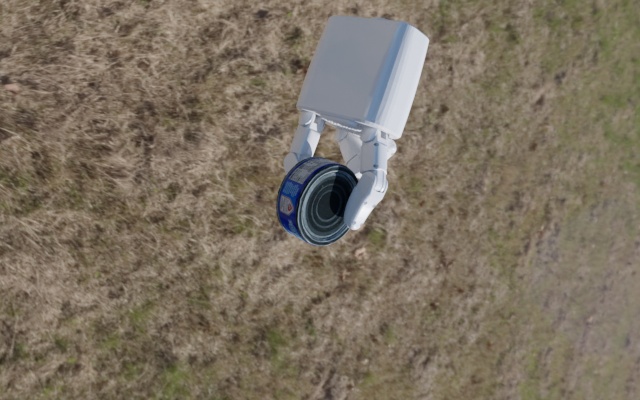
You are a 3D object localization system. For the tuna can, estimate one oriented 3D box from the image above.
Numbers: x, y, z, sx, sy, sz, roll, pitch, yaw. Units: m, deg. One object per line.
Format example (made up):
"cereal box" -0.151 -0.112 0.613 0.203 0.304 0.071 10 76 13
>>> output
"tuna can" 0.000 0.002 0.476 0.086 0.086 0.033 0 16 -42
